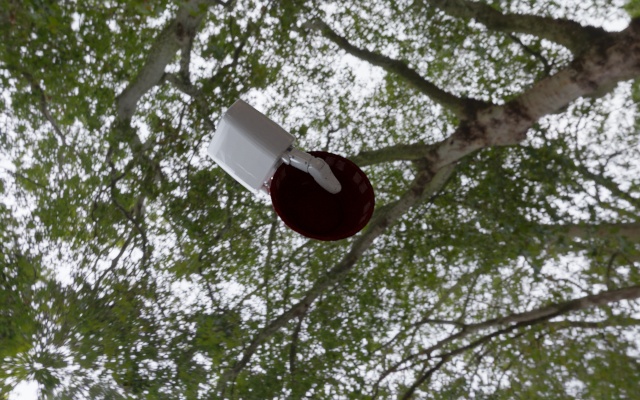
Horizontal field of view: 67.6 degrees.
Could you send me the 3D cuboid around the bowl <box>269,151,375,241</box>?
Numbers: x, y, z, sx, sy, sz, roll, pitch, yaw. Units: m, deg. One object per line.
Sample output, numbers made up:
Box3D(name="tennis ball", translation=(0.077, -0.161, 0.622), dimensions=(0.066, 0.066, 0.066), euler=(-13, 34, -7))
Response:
Box3D(name="bowl", translation=(0.001, 0.004, 0.740), dimensions=(0.162, 0.162, 0.055), euler=(0, -32, -11))
